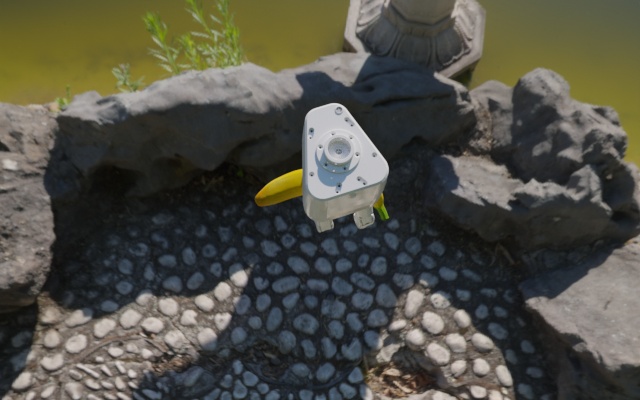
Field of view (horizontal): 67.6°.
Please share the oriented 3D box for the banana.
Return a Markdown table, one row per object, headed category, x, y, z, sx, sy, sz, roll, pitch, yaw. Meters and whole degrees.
| category | x | y | z | sx | sy | sz | roll | pitch | yaw |
| --- | --- | --- | --- | --- | --- | --- | --- | --- | --- |
| banana | 0.006 | -0.016 | 0.690 | 0.198 | 0.069 | 0.037 | 7 | -3 | -1 |
